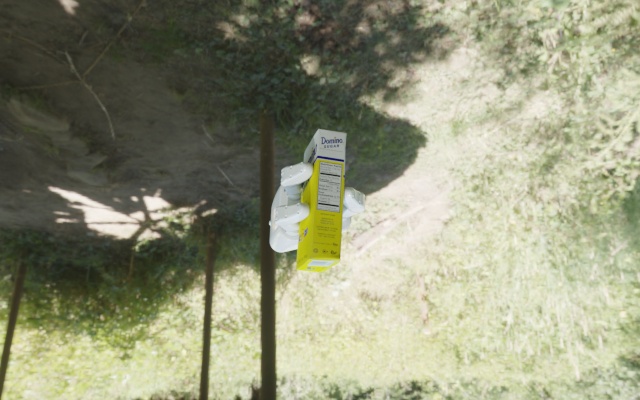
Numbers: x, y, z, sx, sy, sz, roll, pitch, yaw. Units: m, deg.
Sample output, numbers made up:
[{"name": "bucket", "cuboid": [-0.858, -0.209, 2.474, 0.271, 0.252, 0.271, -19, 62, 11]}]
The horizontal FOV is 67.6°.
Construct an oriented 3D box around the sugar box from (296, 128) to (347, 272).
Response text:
[{"name": "sugar box", "cuboid": [0.000, 0.002, 0.644, 0.048, 0.176, 0.093, 5, -18, -14]}]
